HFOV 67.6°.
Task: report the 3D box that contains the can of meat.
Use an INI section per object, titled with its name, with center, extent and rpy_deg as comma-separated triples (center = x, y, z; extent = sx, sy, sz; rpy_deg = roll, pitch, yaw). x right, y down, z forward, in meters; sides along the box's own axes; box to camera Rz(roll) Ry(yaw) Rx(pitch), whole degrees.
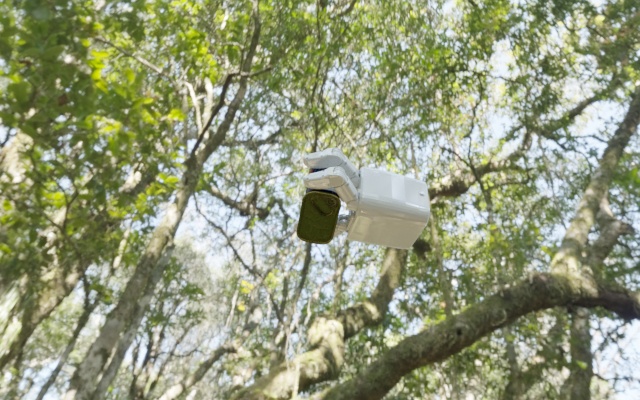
[can of meat]
center = 0.000, 0.002, 0.740
extent = 0.057, 0.102, 0.084
rpy_deg = 10, 40, -2
